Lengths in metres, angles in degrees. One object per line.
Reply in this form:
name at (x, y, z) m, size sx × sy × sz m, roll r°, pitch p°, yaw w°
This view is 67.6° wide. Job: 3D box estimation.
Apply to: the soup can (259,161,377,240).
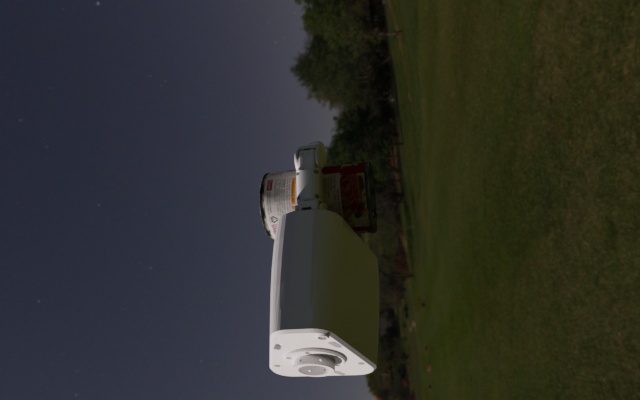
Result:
soup can at (0.000, 0.001, 0.459) m, size 0.102 × 0.068 × 0.068 m, roll -5°, pitch -1°, yaw 11°
